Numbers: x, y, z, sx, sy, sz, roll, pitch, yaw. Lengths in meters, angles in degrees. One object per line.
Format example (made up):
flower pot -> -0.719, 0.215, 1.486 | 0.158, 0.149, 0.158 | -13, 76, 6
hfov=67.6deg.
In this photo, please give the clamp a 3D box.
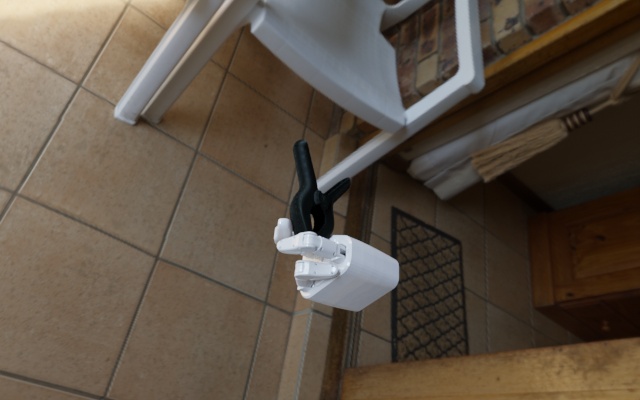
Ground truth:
clamp -> 0.000, 0.002, 0.714 | 0.120, 0.171, 0.039 | 25, -34, -33
